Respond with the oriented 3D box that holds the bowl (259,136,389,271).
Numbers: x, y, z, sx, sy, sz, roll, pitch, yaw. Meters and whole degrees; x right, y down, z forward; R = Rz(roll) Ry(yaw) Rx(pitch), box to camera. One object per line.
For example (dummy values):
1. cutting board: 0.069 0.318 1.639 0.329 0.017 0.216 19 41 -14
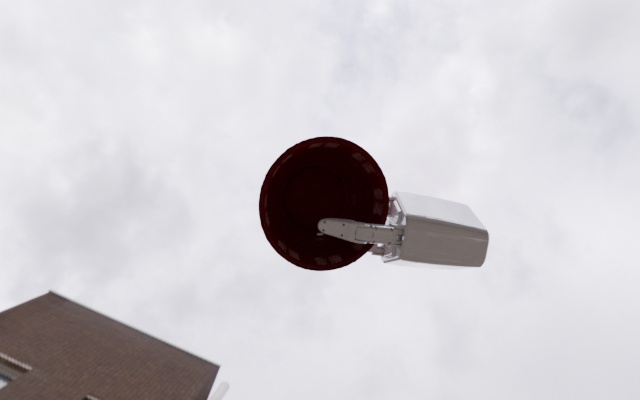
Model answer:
1. bowl: -0.001 0.001 0.587 0.162 0.162 0.055 0 8 -16
